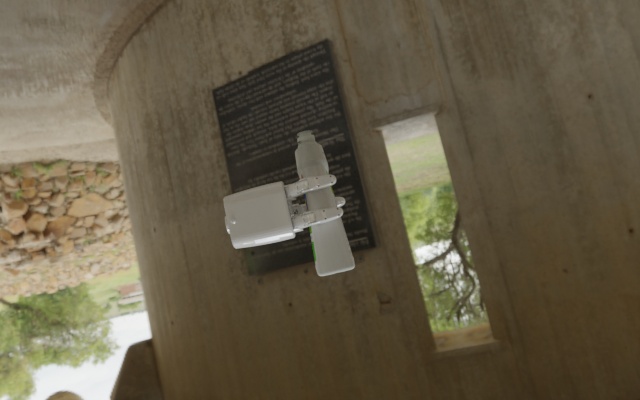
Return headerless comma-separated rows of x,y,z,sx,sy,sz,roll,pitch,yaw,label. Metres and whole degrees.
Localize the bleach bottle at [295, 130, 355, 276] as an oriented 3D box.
0.000,0.003,0.840,0.068,0.251,0.102,-13,-7,-1,bleach bottle
